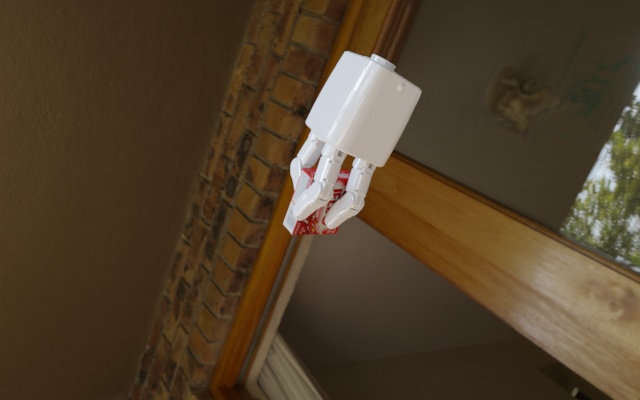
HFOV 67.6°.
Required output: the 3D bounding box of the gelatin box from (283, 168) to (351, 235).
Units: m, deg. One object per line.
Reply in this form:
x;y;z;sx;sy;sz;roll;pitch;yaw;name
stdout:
0.000;0.002;0.621;0.073;0.089;0.030;1;32;-37;gelatin box
